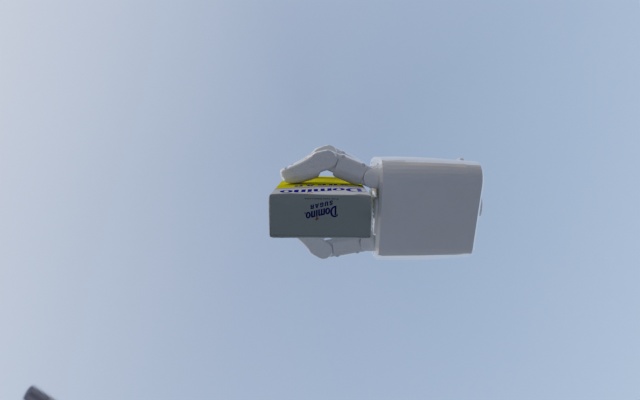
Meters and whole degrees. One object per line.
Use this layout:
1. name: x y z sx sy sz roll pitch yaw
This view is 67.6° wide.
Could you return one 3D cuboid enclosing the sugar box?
1. sugar box: 0.000 0.001 0.503 0.093 0.048 0.176 0 6 -1
